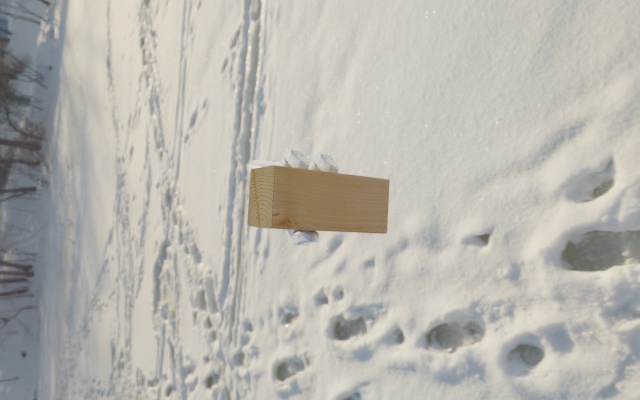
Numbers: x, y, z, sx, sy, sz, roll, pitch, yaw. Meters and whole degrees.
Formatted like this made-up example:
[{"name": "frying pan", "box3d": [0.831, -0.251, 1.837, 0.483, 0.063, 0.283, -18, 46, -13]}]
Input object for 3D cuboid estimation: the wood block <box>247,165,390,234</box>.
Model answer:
[{"name": "wood block", "box3d": [0.000, 0.003, 0.750, 0.206, 0.091, 0.090, 4, -2, -31]}]
